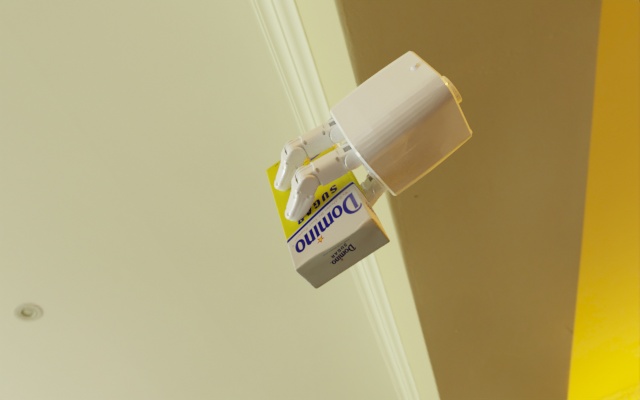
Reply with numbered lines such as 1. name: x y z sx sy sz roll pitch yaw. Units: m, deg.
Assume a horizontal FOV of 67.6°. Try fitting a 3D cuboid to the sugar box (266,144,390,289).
1. sugar box: 0.000 0.001 0.525 0.093 0.048 0.176 -35 37 9
